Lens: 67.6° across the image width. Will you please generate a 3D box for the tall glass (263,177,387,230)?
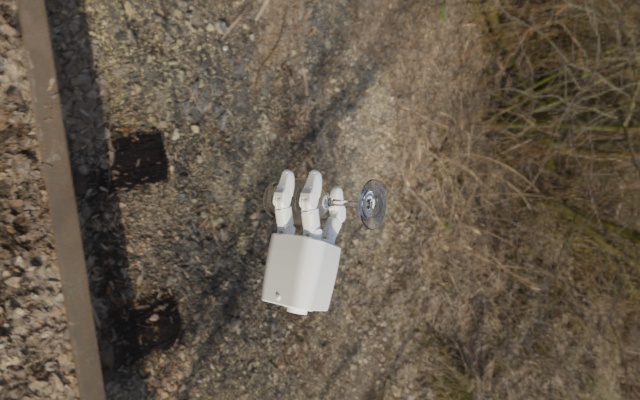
[{"bbox_3d":[0.001,0.002,0.758,0.201,0.079,0.079,3,2,39],"label":"tall glass"}]
